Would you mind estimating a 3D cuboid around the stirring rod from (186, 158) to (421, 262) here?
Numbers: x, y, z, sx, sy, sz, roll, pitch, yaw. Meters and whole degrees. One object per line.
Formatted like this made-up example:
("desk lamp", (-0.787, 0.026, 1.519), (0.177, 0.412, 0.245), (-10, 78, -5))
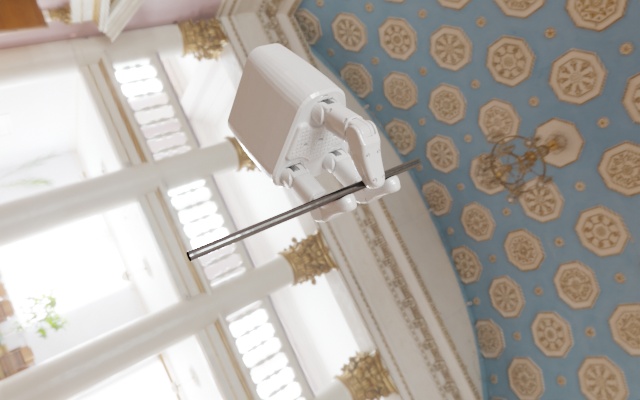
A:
("stirring rod", (0.000, 0.001, 0.408), (0.239, 0.011, 0.011), (-22, 12, -31))
